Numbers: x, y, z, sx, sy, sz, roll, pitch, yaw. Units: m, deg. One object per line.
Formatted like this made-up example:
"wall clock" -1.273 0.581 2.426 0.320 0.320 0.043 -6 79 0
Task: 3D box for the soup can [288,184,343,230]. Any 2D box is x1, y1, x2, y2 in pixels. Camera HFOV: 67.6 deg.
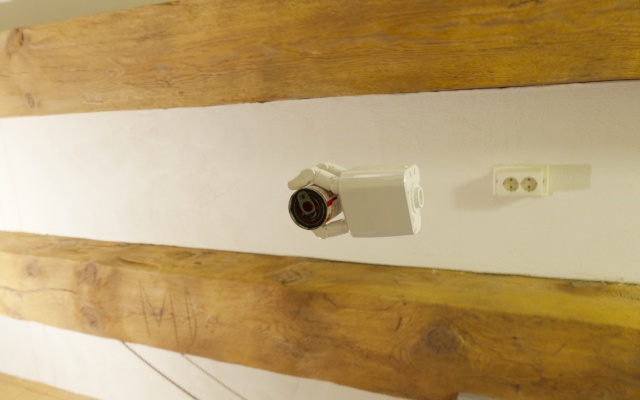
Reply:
"soup can" 0.000 0.003 0.785 0.068 0.068 0.102 0 13 25
